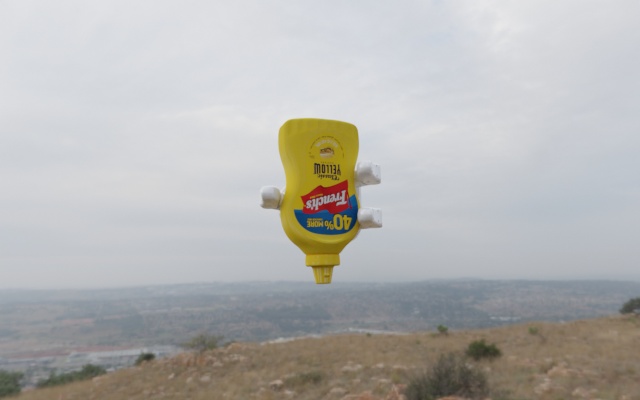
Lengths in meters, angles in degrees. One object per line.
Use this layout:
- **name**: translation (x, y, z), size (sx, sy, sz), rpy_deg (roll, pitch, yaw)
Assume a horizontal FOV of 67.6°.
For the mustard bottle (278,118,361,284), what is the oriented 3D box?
- **mustard bottle**: translation (0.000, 0.002, 0.566), size (0.096, 0.191, 0.058), rpy_deg (2, -9, -22)
